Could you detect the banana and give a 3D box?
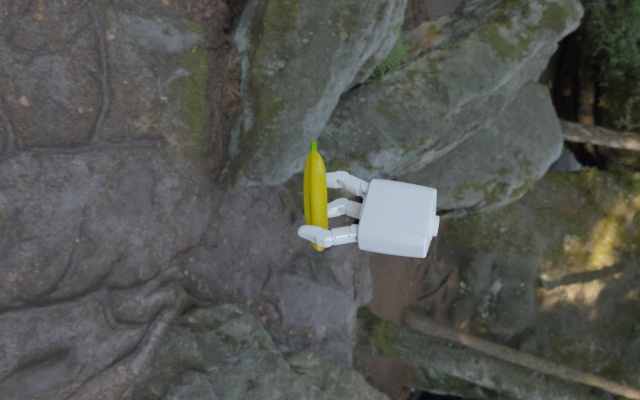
[{"bbox_3d":[-0.005,0.006,0.790,0.037,0.198,0.069,4,21,14],"label":"banana"}]
